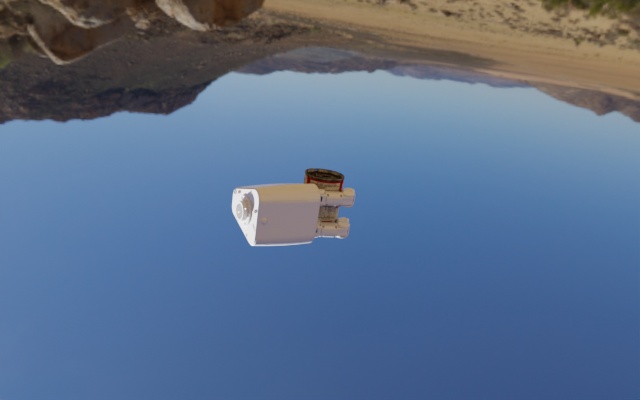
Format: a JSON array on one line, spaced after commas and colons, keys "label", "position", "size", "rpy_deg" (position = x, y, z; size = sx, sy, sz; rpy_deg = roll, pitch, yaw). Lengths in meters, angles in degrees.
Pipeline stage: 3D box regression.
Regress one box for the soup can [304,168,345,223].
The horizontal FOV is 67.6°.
[{"label": "soup can", "position": [0.000, 0.003, 0.819], "size": [0.068, 0.102, 0.068], "rpy_deg": [8, 17, -2]}]
